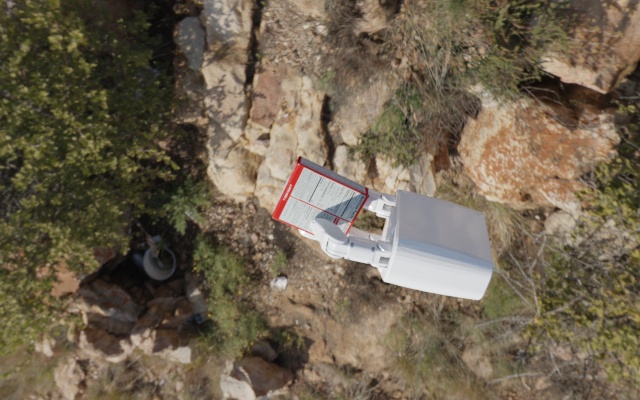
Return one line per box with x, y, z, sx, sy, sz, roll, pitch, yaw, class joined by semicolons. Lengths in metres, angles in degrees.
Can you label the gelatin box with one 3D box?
0.000;0.002;0.542;0.089;0.073;0.030;24;22;-9;gelatin box
